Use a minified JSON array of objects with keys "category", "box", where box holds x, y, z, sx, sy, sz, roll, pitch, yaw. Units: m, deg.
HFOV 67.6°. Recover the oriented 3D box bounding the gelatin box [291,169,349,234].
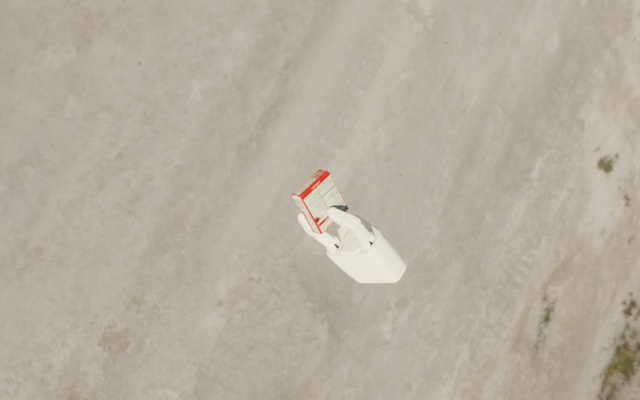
[{"category":"gelatin box","box":[0.000,0.003,0.829,0.073,0.089,0.030,-44,33,-23]}]
